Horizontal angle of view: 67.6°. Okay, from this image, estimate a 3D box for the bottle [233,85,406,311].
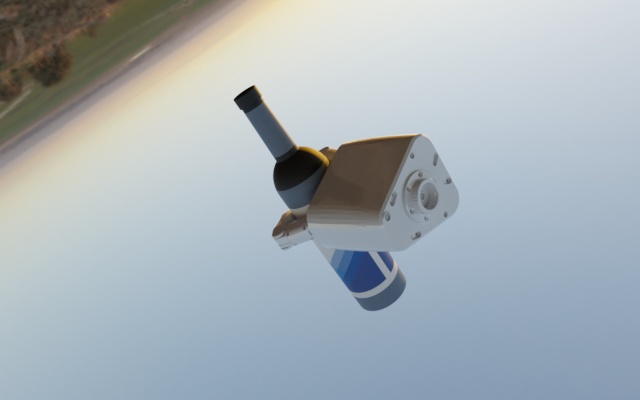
[{"bbox_3d":[0.000,0.002,0.540,0.069,0.296,0.069,-29,23,14],"label":"bottle"}]
